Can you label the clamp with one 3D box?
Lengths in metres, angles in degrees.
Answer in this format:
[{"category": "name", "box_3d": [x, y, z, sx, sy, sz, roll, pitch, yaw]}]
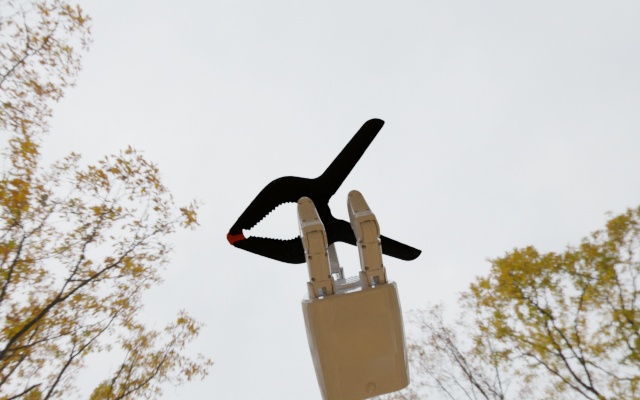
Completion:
[{"category": "clamp", "box_3d": [-0.001, 0.002, 0.517, 0.210, 0.164, 0.036, -10, -1, -13]}]
